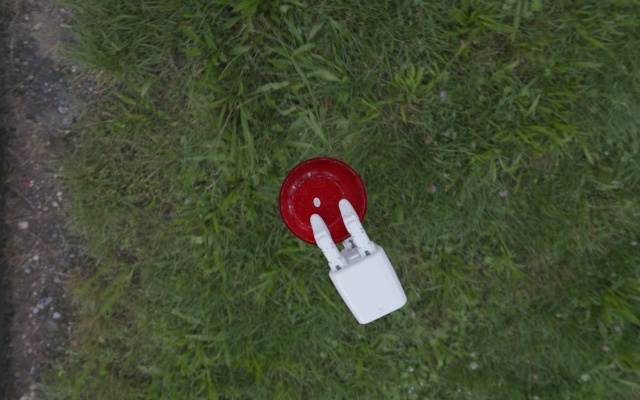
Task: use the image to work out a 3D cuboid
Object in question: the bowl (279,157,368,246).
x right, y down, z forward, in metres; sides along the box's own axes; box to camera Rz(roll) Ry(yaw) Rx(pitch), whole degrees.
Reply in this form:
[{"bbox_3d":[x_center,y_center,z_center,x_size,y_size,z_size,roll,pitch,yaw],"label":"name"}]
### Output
[{"bbox_3d":[-0.001,0.002,0.834,0.162,0.162,0.055,0,2,8],"label":"bowl"}]
